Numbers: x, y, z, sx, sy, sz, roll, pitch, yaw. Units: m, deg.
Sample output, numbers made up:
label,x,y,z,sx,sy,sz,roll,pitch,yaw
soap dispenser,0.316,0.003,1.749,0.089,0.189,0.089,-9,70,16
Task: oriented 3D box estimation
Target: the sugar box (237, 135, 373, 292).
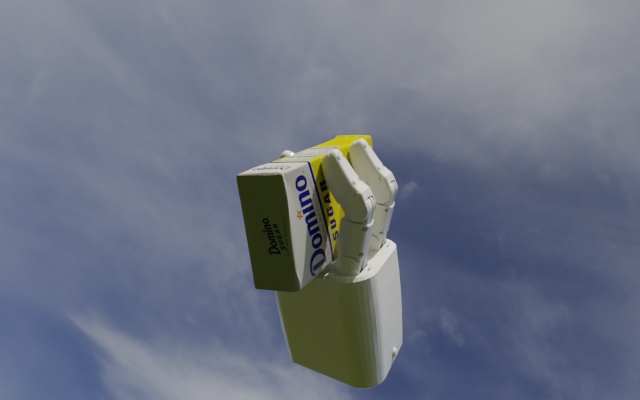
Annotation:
label,x,y,z,sx,sy,sz,roll,pitch,yaw
sugar box,0.001,0.001,0.418,0.048,0.093,0.176,0,16,25
